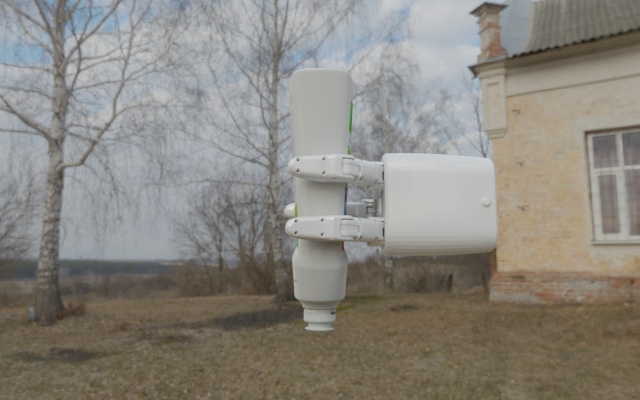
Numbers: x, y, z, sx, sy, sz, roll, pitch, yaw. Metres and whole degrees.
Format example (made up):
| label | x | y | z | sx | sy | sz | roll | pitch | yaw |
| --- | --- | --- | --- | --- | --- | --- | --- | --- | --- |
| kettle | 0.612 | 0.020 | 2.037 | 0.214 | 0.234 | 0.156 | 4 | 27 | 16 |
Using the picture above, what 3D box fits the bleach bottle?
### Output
| label | x | y | z | sx | sy | sz | roll | pitch | yaw |
| --- | --- | --- | --- | --- | --- | --- | --- | --- | --- |
| bleach bottle | 0.000 | 0.002 | 0.488 | 0.068 | 0.251 | 0.102 | 0 | -7 | 1 |
